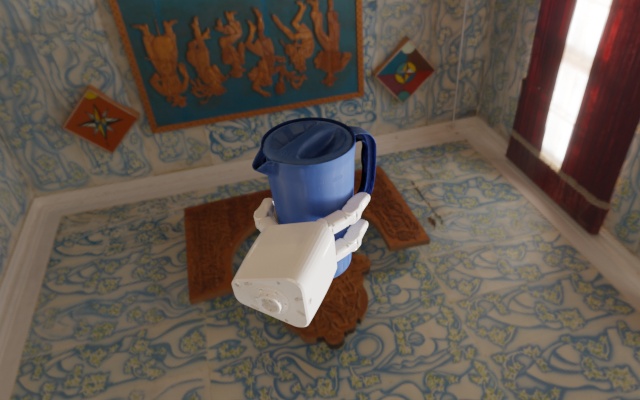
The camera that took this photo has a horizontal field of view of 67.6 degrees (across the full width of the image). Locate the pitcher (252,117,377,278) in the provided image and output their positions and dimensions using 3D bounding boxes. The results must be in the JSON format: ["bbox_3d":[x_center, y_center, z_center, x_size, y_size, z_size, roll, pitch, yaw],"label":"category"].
[{"bbox_3d":[0.000,0.003,0.735,0.149,0.243,0.145,8,40,17],"label":"pitcher"}]
